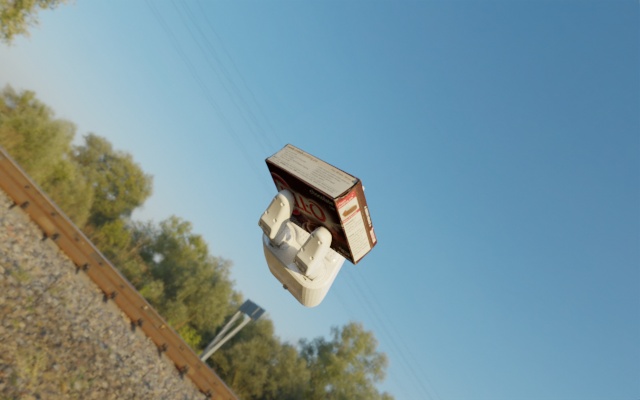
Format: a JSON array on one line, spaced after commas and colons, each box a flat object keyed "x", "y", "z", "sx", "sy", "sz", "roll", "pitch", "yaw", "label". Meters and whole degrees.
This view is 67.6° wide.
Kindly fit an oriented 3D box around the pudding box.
[{"x": 0.000, "y": 0.002, "z": 0.482, "sx": 0.039, "sy": 0.090, "sz": 0.113, "roll": -41, "pitch": 45, "yaw": -22, "label": "pudding box"}]
